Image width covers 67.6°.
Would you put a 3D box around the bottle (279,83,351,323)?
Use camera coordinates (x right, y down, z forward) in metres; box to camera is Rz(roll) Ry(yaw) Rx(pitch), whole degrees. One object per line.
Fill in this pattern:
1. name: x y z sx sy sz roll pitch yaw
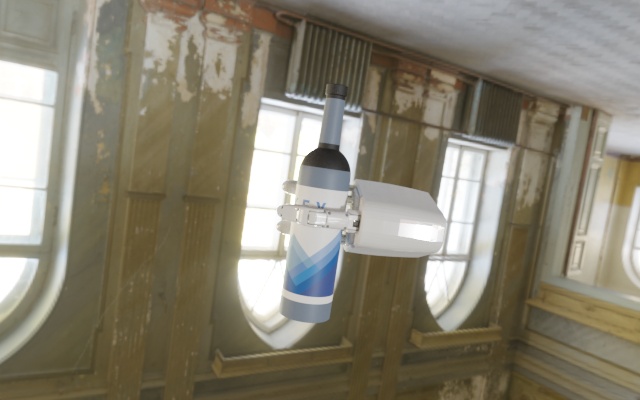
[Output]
1. bottle: 0.000 0.002 0.606 0.069 0.296 0.069 8 5 -1
